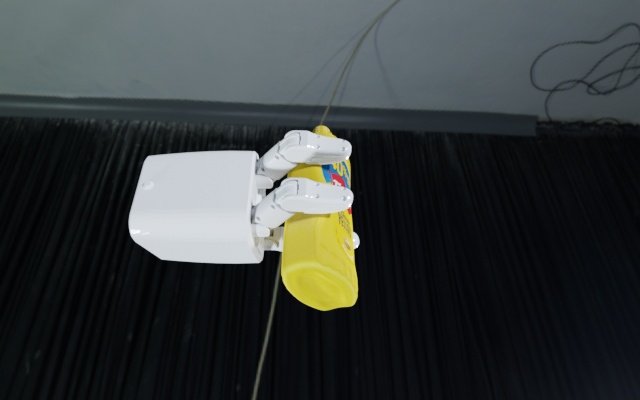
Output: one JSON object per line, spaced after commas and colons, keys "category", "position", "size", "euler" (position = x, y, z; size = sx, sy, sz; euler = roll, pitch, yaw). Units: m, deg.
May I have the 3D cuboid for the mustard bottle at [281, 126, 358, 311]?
{"category": "mustard bottle", "position": [0.000, 0.002, 0.466], "size": [0.058, 0.191, 0.096], "euler": [-15, -38, 19]}
